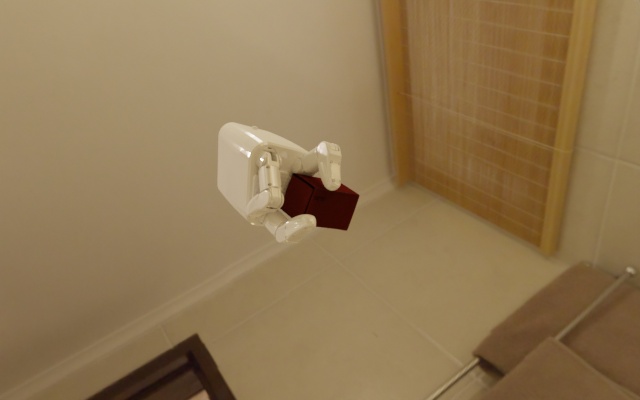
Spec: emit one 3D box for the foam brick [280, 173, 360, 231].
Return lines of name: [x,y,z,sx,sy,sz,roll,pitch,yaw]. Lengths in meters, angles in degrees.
foam brick: [0.000,0.002,0.609,0.078,0.053,0.051,10,17,-40]
